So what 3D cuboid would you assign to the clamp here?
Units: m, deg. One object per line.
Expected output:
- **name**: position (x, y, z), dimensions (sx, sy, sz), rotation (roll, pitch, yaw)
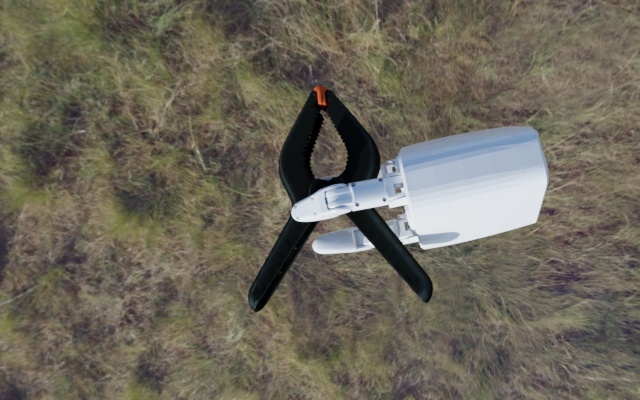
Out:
- **clamp**: position (0.000, 0.001, 0.436), dimensions (0.164, 0.210, 0.036), rotation (-12, -11, 9)
